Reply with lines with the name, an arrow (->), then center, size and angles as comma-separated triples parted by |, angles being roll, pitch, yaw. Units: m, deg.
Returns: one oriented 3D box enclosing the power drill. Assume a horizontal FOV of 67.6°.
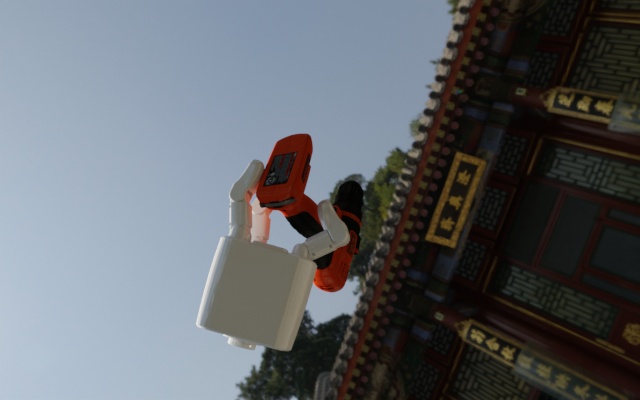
power drill -> 0.000, 0.002, 0.637 | 0.057, 0.184, 0.188 | -11, -44, 29
